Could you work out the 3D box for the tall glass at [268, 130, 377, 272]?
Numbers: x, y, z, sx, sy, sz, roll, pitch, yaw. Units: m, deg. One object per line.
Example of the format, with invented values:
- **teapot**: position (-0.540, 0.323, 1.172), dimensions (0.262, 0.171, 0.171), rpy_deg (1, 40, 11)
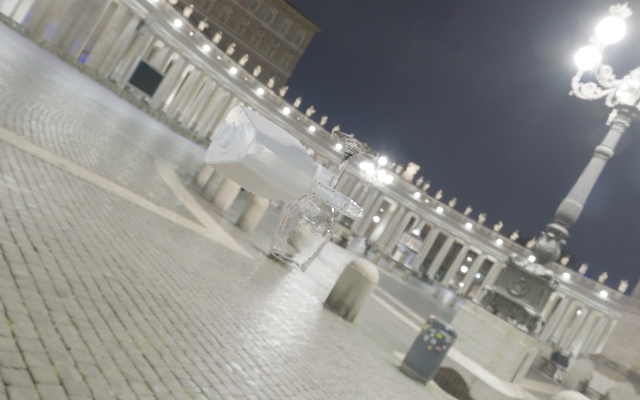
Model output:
- **tall glass**: position (0.001, 0.002, 0.696), dimensions (0.079, 0.201, 0.079), rpy_deg (30, -1, 1)
